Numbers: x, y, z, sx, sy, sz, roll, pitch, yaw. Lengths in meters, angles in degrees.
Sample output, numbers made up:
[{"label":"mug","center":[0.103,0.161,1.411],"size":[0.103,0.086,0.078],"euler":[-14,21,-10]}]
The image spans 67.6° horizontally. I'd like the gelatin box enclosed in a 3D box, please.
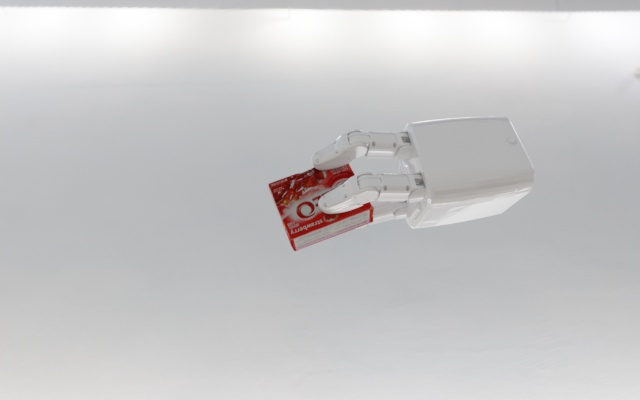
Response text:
[{"label":"gelatin box","center":[0.000,0.002,0.489],"size":[0.089,0.073,0.030],"euler":[-20,-33,-7]}]
